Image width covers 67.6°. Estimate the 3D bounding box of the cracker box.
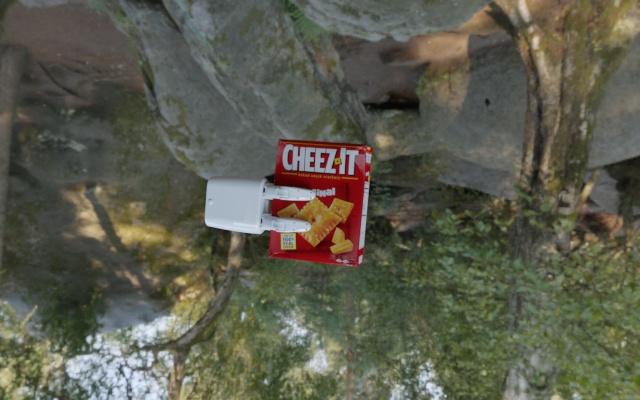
[{"bbox_3d":[0.000,0.003,0.854,0.164,0.213,0.072,5,2,13],"label":"cracker box"}]
